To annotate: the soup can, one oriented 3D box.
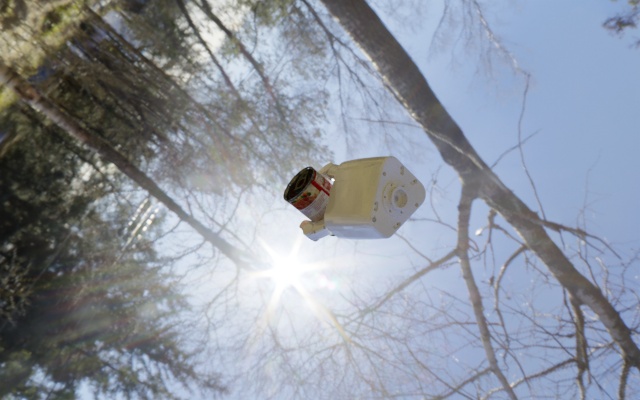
[{"bbox_3d":[0.000,0.003,0.767,0.102,0.068,0.068,40,-19,-25],"label":"soup can"}]
